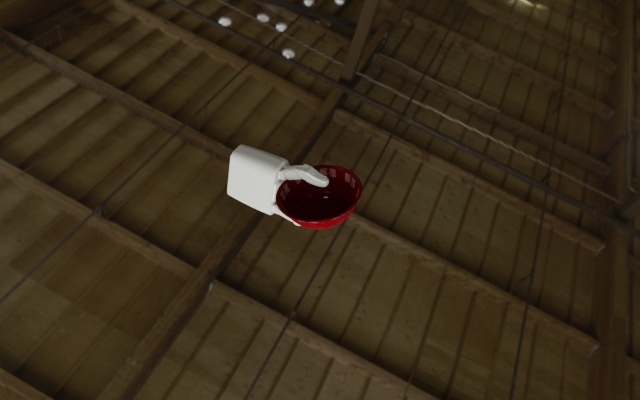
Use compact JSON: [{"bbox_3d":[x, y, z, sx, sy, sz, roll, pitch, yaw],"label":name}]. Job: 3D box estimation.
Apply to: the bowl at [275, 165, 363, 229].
[{"bbox_3d":[0.001,0.004,0.892,0.162,0.055,0.162,-6,40,5],"label":"bowl"}]
